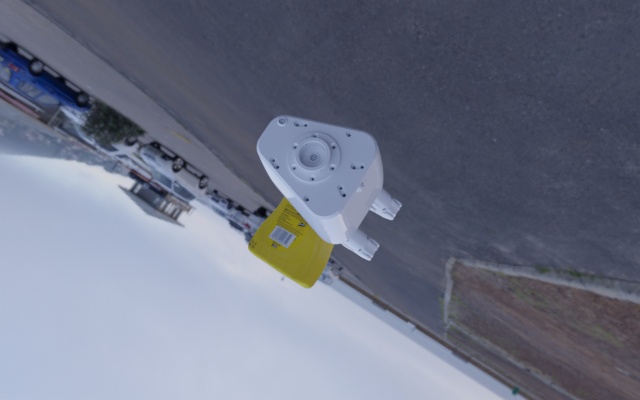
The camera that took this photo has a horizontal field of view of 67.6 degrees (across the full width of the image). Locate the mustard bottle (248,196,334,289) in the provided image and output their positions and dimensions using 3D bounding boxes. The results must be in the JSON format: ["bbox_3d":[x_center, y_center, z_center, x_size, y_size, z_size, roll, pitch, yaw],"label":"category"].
[{"bbox_3d":[0.000,0.002,0.572,0.096,0.191,0.058,26,-11,39],"label":"mustard bottle"}]
